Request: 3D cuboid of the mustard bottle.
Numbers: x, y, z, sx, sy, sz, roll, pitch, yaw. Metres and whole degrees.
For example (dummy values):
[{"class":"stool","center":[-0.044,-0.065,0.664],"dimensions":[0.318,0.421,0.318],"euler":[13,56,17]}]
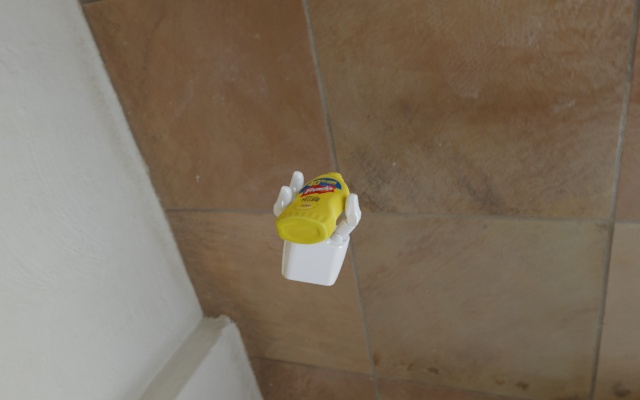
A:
[{"class":"mustard bottle","center":[0.000,0.003,0.852],"dimensions":[0.096,0.058,0.191],"euler":[-1,30,24]}]
